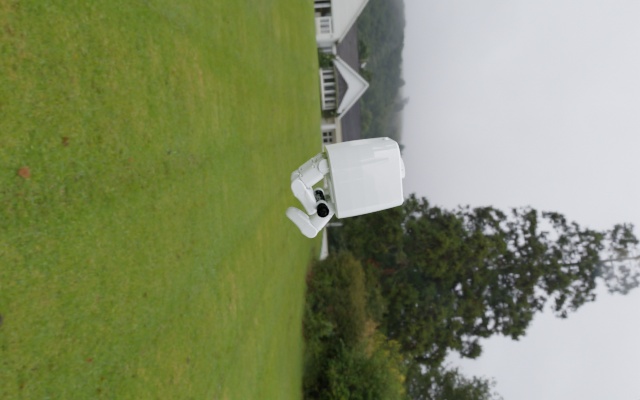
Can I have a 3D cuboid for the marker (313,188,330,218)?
[{"bbox_3d":[0.000,0.002,0.745,0.020,0.020,0.121,0,14,-4],"label":"marker"}]
